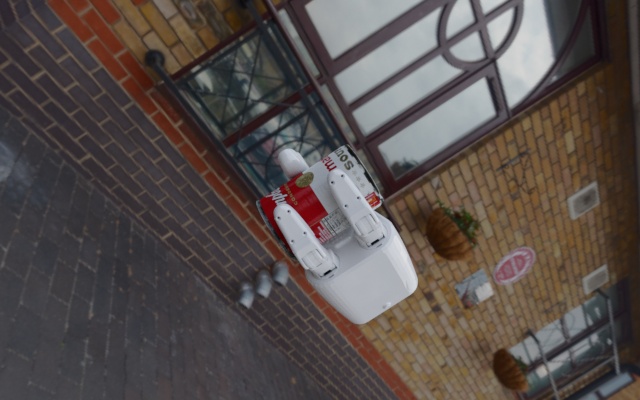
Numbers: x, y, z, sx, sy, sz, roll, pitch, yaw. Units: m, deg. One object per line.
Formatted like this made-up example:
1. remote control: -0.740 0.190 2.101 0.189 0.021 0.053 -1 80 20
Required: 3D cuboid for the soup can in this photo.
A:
1. soup can: 0.000 0.001 0.454 0.102 0.068 0.068 -33 -1 2
